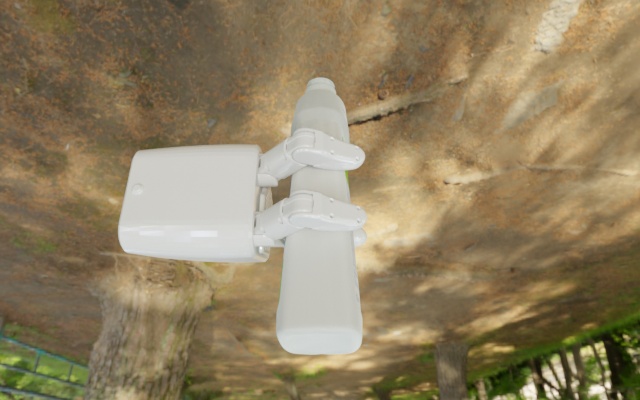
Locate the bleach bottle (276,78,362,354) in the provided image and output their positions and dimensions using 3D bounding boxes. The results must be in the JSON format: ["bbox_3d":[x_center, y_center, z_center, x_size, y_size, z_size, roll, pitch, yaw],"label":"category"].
[{"bbox_3d":[0.000,0.001,0.430,0.068,0.250,0.103,-1,-27,2],"label":"bleach bottle"}]
